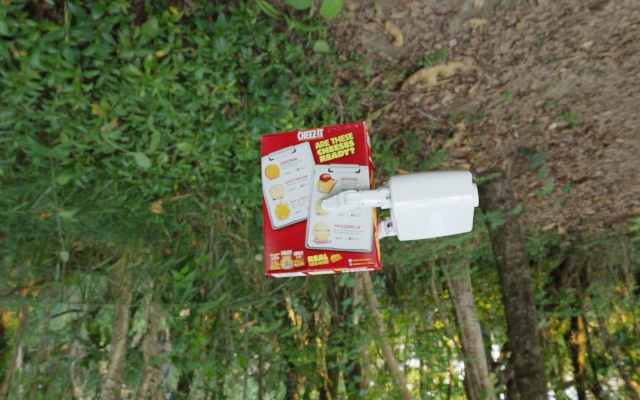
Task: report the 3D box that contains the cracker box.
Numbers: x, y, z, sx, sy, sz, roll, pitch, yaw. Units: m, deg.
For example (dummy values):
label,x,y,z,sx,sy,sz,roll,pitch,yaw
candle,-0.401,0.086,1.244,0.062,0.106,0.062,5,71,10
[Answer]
label,x,y,z,sx,sy,sz,roll,pitch,yaw
cracker box,0.000,0.002,0.719,0.164,0.213,0.072,-6,-14,11
